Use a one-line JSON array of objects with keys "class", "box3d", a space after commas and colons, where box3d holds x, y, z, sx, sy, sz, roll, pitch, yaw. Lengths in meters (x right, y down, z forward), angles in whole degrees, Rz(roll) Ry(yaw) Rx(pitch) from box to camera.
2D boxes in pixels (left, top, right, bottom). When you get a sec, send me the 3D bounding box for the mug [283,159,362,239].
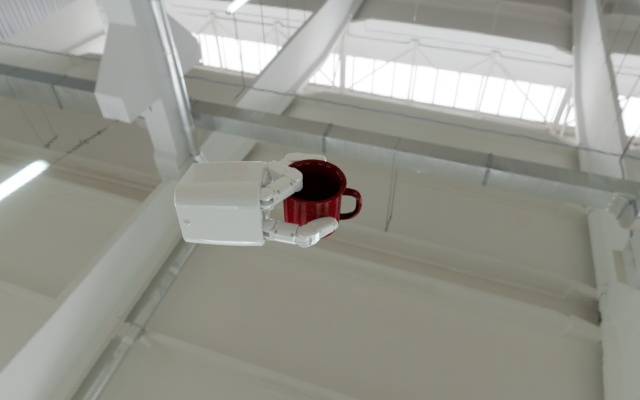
[{"class": "mug", "box3d": [0.002, 0.002, 0.676, 0.117, 0.082, 0.093, 3, 43, 1]}]
